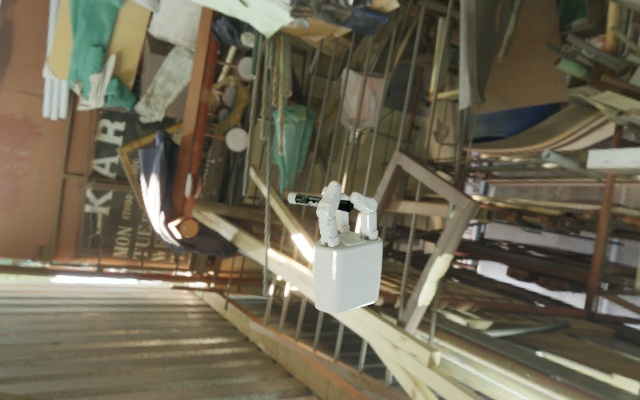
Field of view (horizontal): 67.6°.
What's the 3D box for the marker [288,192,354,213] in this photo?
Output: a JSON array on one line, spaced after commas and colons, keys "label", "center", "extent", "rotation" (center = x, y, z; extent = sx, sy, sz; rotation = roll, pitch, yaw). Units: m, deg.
[{"label": "marker", "center": [0.000, 0.002, 0.754], "extent": [0.121, 0.020, 0.020], "rotation": [8, 5, 36]}]
